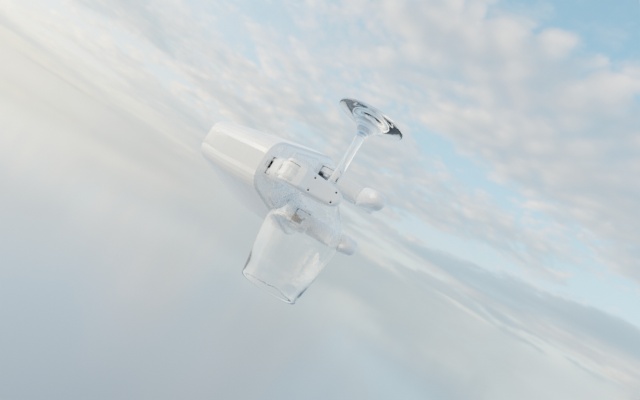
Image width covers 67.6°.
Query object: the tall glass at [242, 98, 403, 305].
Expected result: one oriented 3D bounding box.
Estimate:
[{"bbox_3d":[0.001,0.001,0.478,0.079,0.201,0.079,31,-5,3],"label":"tall glass"}]
